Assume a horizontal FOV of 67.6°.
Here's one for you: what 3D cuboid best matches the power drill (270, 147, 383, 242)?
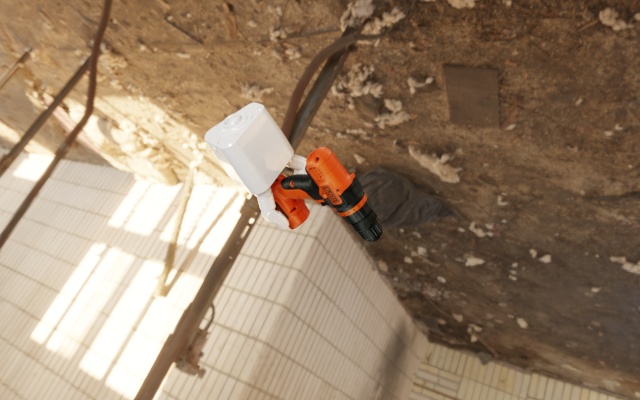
[{"bbox_3d":[0.000,0.003,0.816,0.187,0.184,0.057,-12,30,48],"label":"power drill"}]
